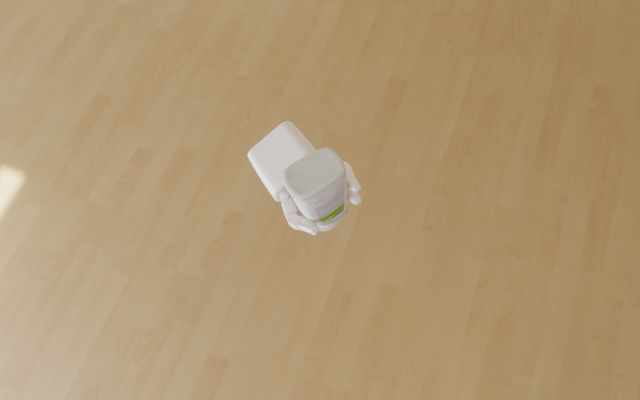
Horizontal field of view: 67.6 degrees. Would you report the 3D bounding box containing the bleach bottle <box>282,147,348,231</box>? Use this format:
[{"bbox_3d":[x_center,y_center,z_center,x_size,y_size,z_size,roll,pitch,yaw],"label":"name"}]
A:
[{"bbox_3d":[0.000,0.003,0.858,0.102,0.068,0.251,-32,-22,-9],"label":"bleach bottle"}]
